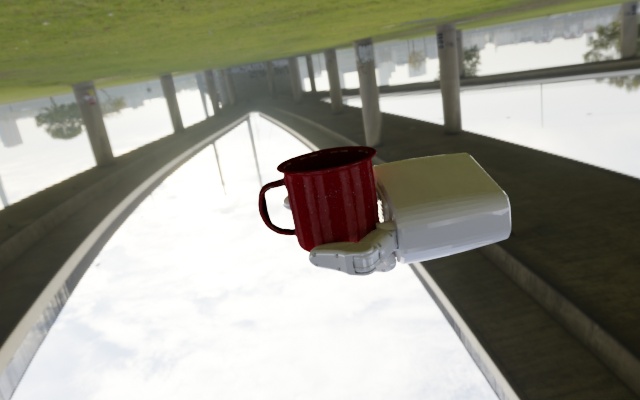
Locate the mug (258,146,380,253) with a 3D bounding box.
[{"bbox_3d":[-0.001,0.002,0.448,0.117,0.081,0.093,-11,16,-3],"label":"mug"}]
